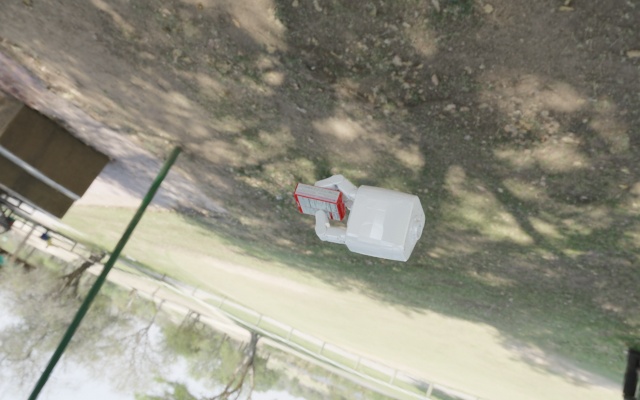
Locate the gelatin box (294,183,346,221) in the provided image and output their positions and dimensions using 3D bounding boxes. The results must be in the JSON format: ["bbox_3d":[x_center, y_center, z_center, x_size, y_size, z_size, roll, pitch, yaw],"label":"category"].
[{"bbox_3d":[0.000,0.003,0.897,0.089,0.030,0.073,12,-26,15],"label":"gelatin box"}]
